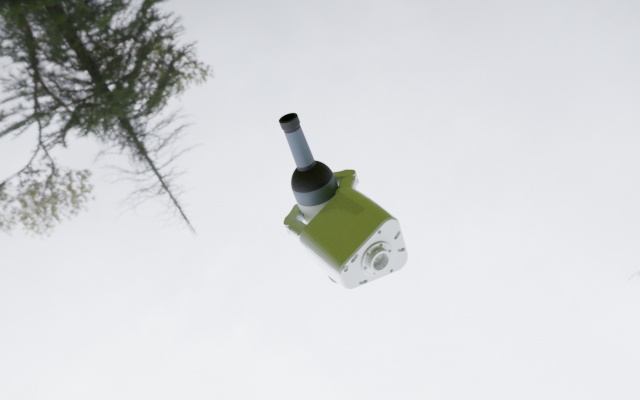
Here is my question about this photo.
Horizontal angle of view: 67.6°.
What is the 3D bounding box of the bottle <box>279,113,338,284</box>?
[{"bbox_3d":[0.000,0.003,0.724,0.069,0.296,0.069,-14,34,10],"label":"bottle"}]
